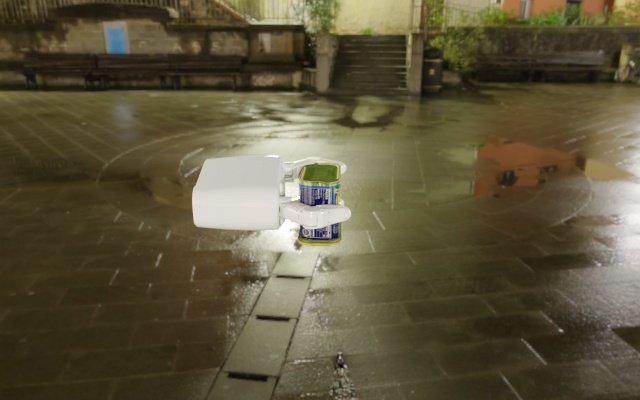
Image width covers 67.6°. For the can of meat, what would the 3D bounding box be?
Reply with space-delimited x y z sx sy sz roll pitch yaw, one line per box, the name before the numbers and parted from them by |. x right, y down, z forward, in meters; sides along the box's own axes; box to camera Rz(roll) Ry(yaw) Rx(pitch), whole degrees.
can of meat | 0.000 0.002 0.629 0.057 0.084 0.102 1 18 2
